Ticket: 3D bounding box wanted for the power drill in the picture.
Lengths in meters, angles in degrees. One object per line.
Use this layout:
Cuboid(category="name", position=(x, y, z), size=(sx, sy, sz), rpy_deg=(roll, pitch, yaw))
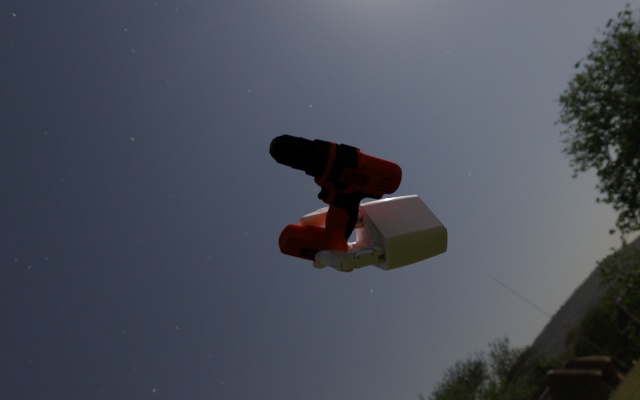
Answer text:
Cuboid(category="power drill", position=(0.000, 0.003, 0.679), size=(0.184, 0.188, 0.057), rpy_deg=(15, 37, -11))
